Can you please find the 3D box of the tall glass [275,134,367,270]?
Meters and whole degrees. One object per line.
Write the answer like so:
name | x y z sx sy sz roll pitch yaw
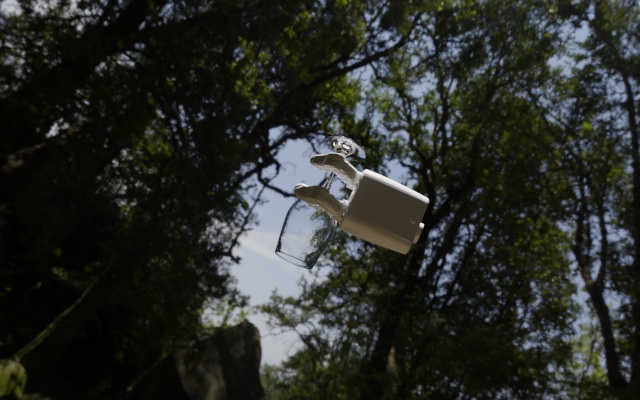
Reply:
tall glass | 0.000 0.002 0.733 0.079 0.201 0.079 23 -16 7
